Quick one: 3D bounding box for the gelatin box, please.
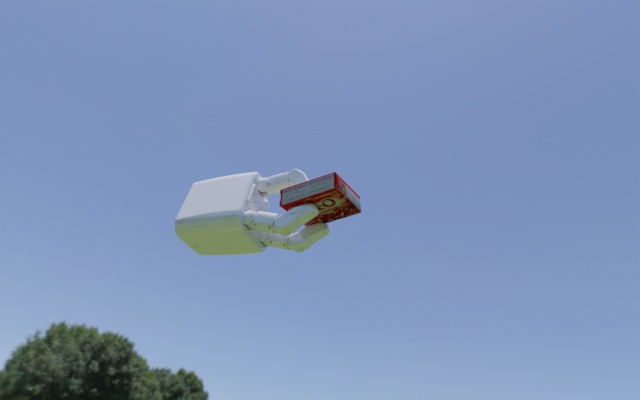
[{"bbox_3d":[0.000,0.002,0.651,0.089,0.030,0.073,-18,-36,25],"label":"gelatin box"}]
